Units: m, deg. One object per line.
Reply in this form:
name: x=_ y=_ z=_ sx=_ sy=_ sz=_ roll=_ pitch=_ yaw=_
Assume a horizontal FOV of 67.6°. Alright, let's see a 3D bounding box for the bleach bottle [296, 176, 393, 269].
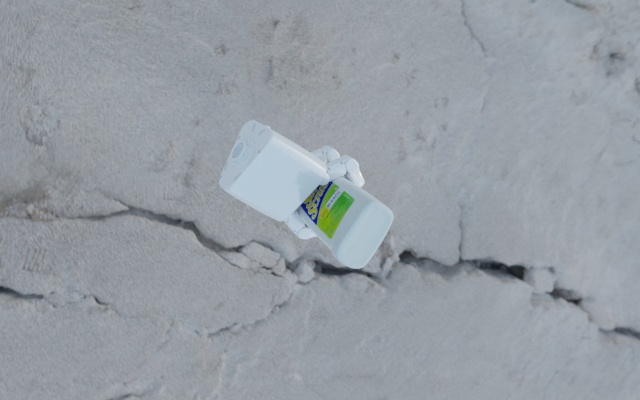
bleach bottle: x=0.000 y=0.002 z=0.740 sx=0.068 sy=0.102 sz=0.250 roll=31 pitch=3 yaw=-38
